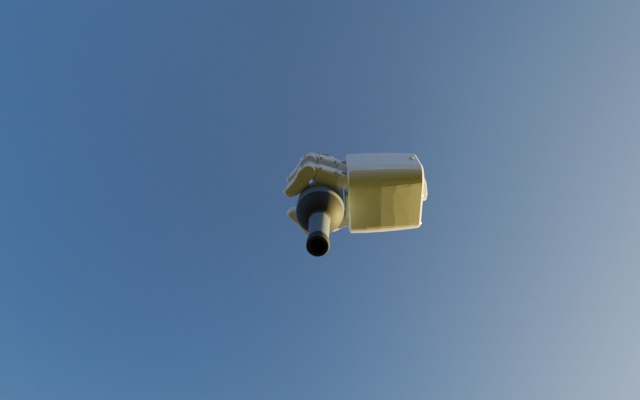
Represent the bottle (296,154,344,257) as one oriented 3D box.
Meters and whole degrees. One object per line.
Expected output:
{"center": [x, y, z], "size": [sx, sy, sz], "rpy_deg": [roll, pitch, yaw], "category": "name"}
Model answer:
{"center": [0.000, 0.002, 0.694], "size": [0.069, 0.069, 0.295], "rpy_deg": [0, 21, 1], "category": "bottle"}
